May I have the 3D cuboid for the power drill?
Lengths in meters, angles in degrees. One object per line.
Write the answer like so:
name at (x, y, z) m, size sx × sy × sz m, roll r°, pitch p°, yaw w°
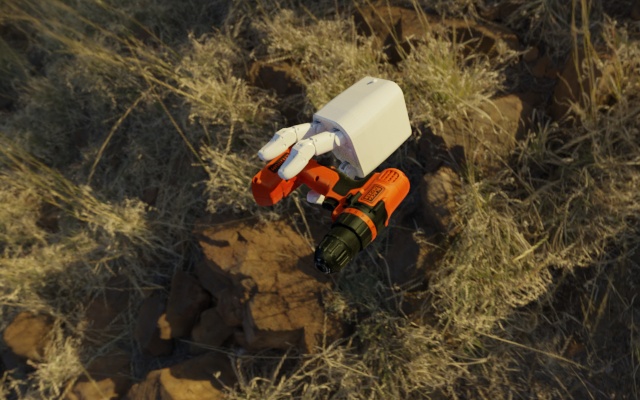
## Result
power drill at (0.000, 0.002, 0.641) m, size 0.187 × 0.057 × 0.184 m, roll 24°, pitch 50°, yaw 28°
